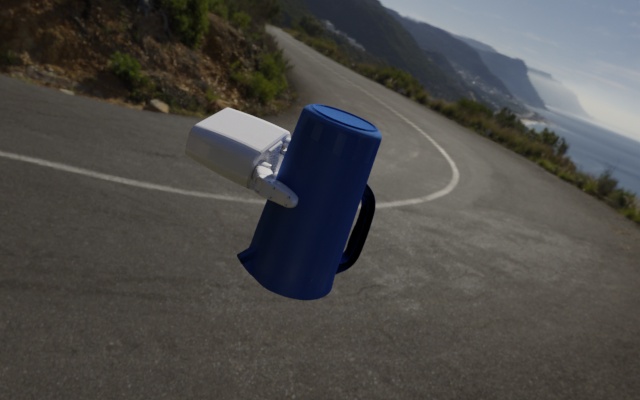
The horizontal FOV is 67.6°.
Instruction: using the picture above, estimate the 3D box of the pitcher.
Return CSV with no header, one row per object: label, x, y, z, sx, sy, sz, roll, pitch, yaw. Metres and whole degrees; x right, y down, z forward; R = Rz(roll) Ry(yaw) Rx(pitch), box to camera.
pitcher,0.000,0.002,0.650,0.145,0.243,0.149,25,20,11
